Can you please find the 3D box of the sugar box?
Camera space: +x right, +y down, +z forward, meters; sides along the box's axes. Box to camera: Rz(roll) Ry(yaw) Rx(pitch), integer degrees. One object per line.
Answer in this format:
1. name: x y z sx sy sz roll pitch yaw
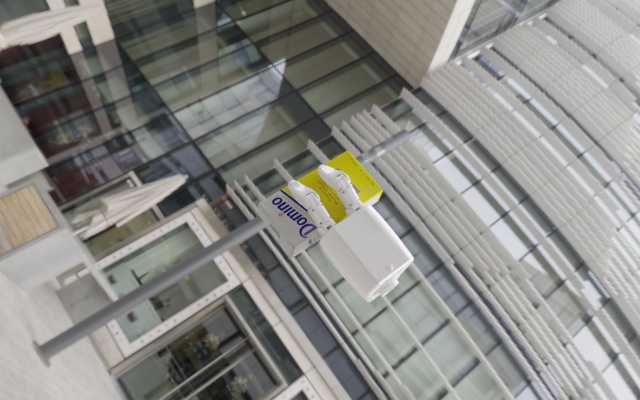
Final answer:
1. sugar box: 0.000 0.002 0.747 0.176 0.093 0.048 -32 -20 -23
